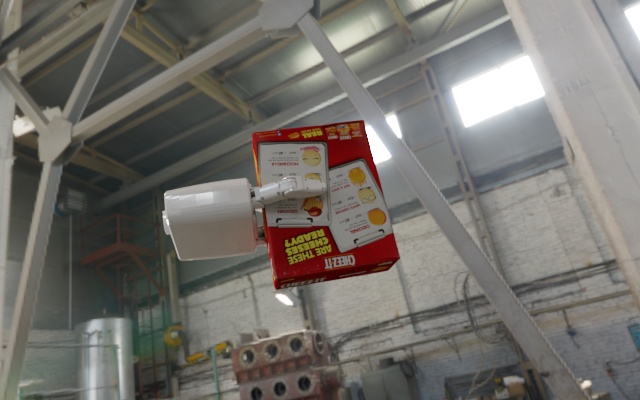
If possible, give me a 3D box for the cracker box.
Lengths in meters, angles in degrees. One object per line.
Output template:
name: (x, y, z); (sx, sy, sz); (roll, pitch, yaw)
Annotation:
cracker box: (0.000, 0.002, 0.661); (0.164, 0.213, 0.072); (-8, -22, -9)
